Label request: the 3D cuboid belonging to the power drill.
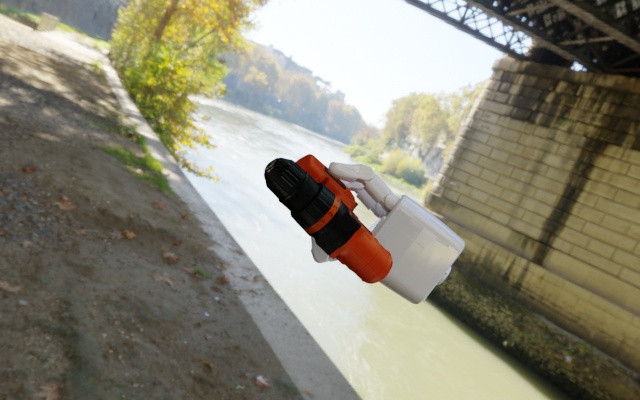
[{"bbox_3d":[0.000,0.002,0.584,0.057,0.184,0.187,-41,19,8],"label":"power drill"}]
